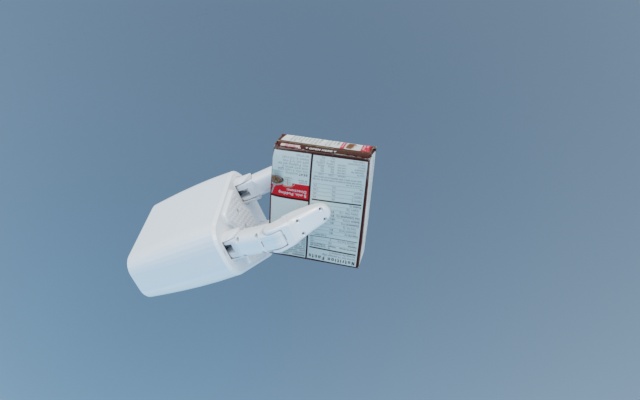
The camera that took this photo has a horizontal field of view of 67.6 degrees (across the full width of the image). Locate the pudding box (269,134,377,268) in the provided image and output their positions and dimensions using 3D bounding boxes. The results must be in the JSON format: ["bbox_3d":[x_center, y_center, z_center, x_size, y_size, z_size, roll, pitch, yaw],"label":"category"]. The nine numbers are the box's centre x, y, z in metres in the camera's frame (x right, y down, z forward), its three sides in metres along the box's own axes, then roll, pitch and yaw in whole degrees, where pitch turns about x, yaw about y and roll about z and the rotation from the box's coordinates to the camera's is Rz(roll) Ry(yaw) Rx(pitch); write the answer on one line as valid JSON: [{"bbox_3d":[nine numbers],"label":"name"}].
[{"bbox_3d":[0.000,0.002,0.441,0.090,0.113,0.039,9,27,9],"label":"pudding box"}]
